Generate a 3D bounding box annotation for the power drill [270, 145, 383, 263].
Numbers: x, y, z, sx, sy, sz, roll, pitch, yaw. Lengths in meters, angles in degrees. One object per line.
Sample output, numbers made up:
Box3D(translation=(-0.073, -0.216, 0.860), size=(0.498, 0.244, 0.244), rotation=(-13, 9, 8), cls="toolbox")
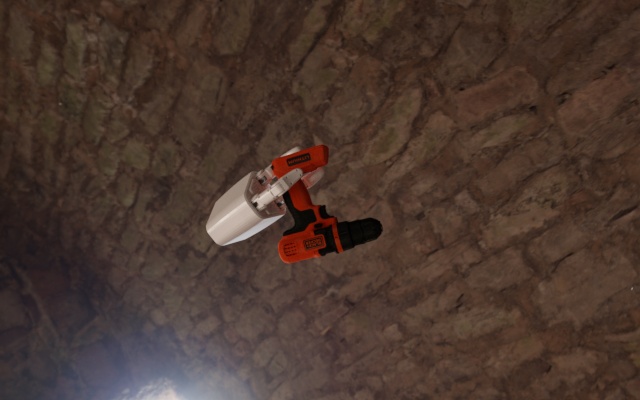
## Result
Box3D(translation=(0.000, 0.002, 0.831), size=(0.184, 0.187, 0.057), rotation=(-15, -8, 6), cls="power drill")
